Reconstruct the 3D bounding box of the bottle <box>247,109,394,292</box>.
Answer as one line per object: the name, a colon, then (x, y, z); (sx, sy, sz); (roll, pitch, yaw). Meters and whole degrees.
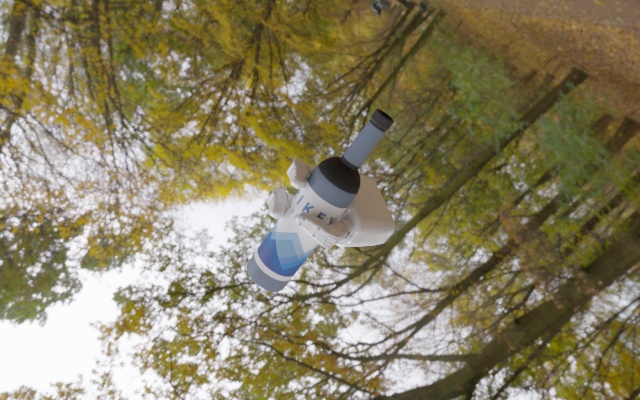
bottle: (0.000, 0.002, 0.653); (0.069, 0.296, 0.069); (30, 23, -15)
